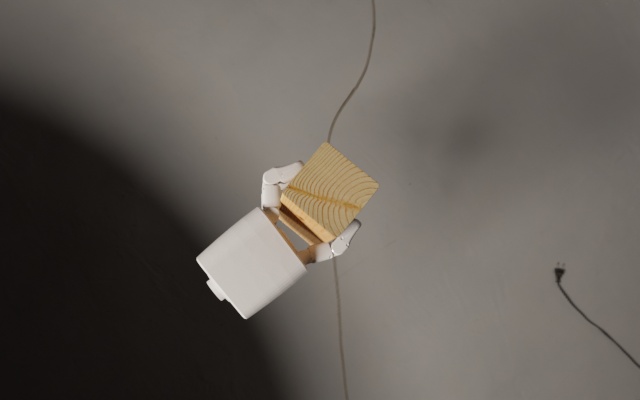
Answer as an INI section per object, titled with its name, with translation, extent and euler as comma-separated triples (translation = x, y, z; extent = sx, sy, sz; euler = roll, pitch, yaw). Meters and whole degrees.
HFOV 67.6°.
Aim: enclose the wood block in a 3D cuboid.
[wood block]
translation = 0.000, 0.003, 0.686
extent = 0.091, 0.090, 0.206
euler = 40, -12, 0
